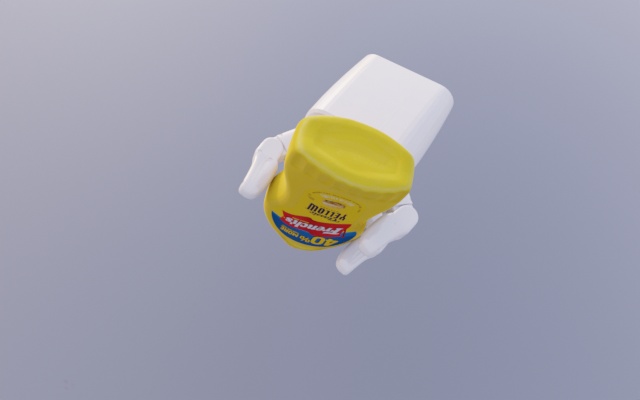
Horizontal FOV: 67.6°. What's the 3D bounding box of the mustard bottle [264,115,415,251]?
[{"bbox_3d":[0.000,0.002,0.429,0.096,0.058,0.192,17,-27,-11],"label":"mustard bottle"}]
